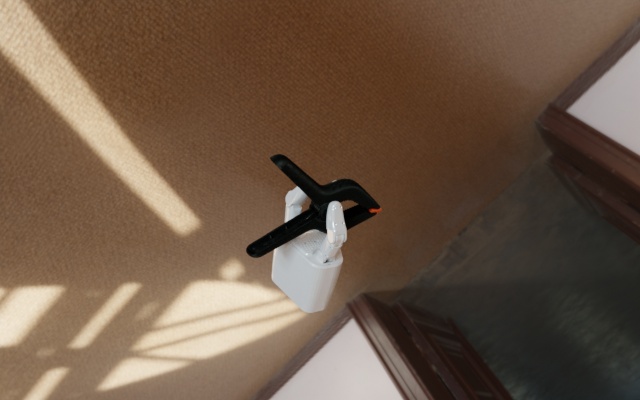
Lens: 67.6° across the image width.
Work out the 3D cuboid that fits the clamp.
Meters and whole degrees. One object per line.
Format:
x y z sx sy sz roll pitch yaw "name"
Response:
0.001 0.003 0.692 0.210 0.165 0.036 -7 38 -27 "clamp"
